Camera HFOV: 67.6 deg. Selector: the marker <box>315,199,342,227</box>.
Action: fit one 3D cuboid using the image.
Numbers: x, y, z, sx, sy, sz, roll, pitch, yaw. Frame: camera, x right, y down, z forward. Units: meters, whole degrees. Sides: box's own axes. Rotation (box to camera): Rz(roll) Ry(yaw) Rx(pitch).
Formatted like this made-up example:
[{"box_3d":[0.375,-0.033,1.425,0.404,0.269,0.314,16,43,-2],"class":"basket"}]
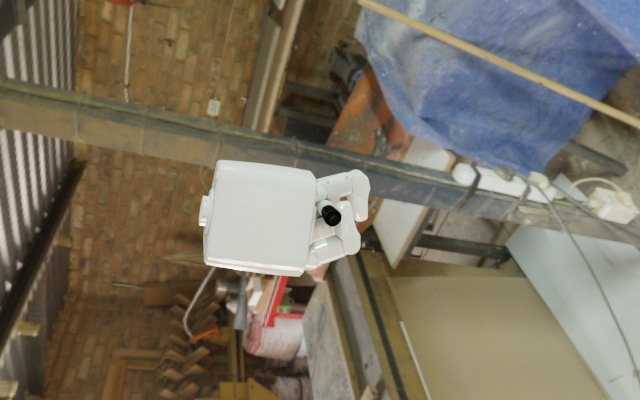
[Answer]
[{"box_3d":[0.000,0.002,0.545,0.020,0.020,0.121,0,18,-14],"class":"marker"}]
